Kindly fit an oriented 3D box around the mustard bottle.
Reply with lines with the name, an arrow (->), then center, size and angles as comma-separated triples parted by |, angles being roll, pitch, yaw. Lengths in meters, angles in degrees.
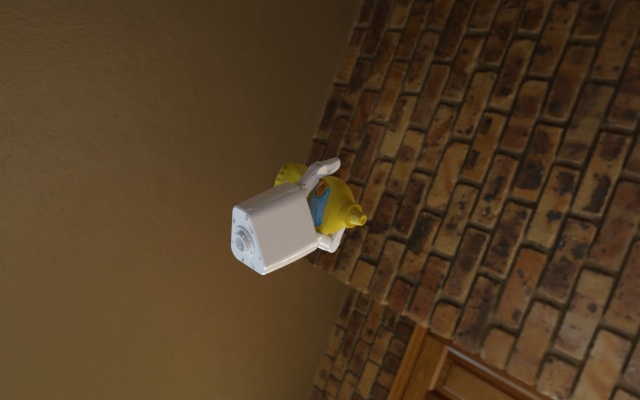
mustard bottle -> 0.000, 0.003, 0.805 | 0.191, 0.096, 0.058 | 23, 11, 42
